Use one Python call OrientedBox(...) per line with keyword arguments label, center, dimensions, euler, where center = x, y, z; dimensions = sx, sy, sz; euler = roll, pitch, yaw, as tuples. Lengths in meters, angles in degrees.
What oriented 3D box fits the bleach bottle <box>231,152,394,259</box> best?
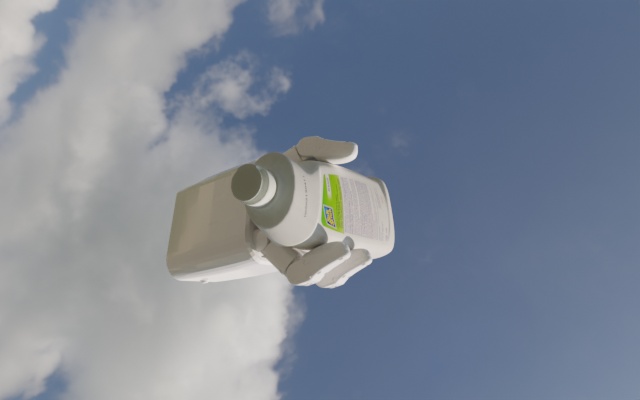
OrientedBox(label="bleach bottle", center=(0.000, 0.002, 0.467), dimensions=(0.068, 0.102, 0.251), euler=(-16, -17, 24))
